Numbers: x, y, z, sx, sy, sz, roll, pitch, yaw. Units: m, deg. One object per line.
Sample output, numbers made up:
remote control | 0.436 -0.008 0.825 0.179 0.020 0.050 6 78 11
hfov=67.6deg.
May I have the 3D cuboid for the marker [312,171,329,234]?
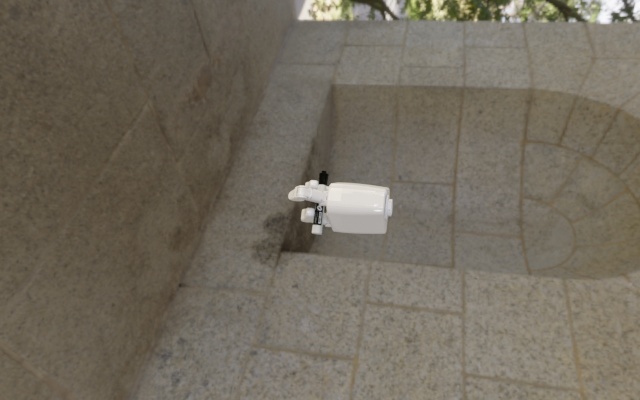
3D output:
marker | 0.000 0.003 0.899 0.020 0.121 0.020 7 -11 1
